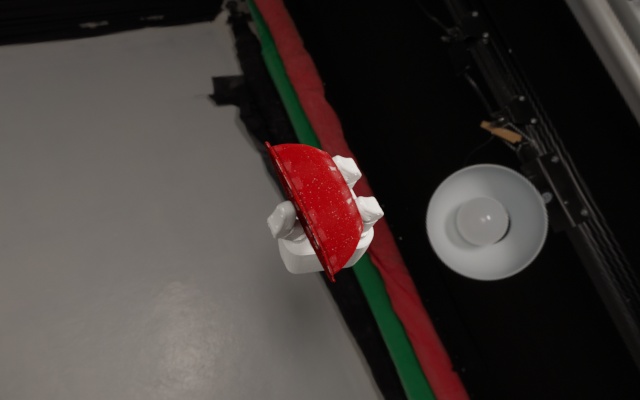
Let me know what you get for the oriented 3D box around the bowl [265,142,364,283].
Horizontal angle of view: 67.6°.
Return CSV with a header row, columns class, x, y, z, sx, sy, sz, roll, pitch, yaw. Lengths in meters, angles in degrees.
class,x,y,z,sx,sy,sz,roll,pitch,yaw
bowl,0.001,0.001,0.499,0.055,0.162,0.162,-26,2,-5
